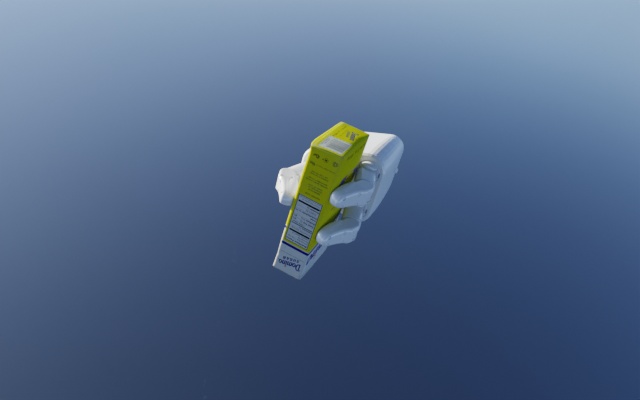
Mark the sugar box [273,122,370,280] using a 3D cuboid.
[{"bbox_3d":[0.001,0.002,0.576,0.048,0.176,0.093,25,32,14],"label":"sugar box"}]
